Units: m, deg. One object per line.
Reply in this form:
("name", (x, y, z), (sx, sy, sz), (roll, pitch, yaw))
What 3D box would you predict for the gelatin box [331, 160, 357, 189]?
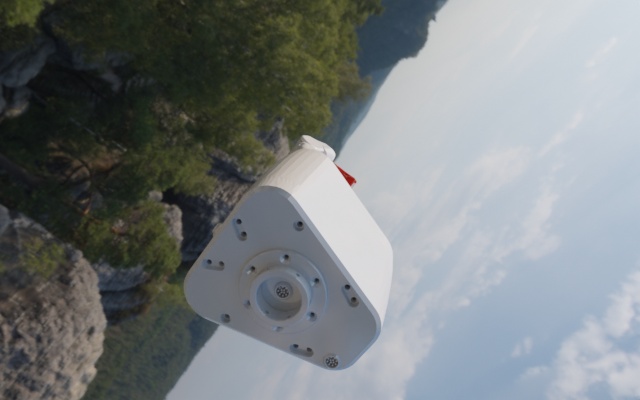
("gelatin box", (0.000, 0.002, 0.441), (0.030, 0.073, 0.089), (38, 4, 3))
